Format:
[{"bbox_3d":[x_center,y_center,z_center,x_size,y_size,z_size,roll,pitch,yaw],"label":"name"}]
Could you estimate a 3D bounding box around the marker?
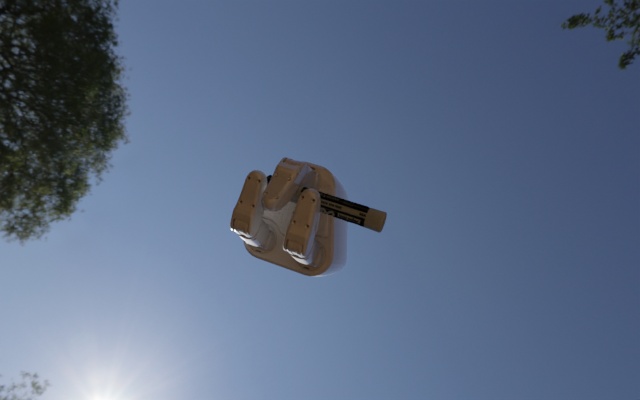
[{"bbox_3d":[0.000,0.001,0.433,0.121,0.020,0.020,18,5,15],"label":"marker"}]
